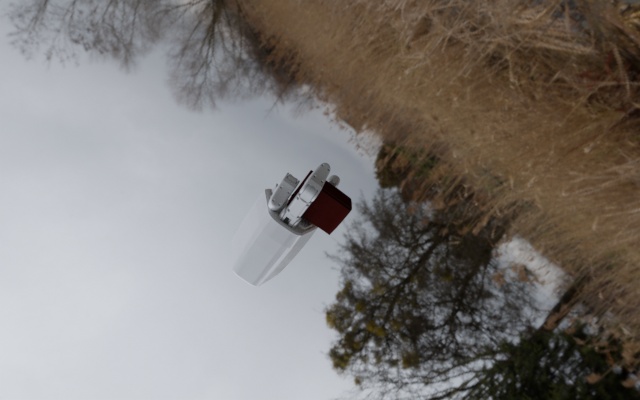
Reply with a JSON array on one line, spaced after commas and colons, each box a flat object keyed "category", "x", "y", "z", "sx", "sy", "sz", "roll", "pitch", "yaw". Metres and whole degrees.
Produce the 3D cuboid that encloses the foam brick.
[{"category": "foam brick", "x": 0.000, "y": 0.002, "z": 0.692, "sx": 0.078, "sy": 0.051, "sz": 0.053, "roll": 35, "pitch": 16, "yaw": -6}]
